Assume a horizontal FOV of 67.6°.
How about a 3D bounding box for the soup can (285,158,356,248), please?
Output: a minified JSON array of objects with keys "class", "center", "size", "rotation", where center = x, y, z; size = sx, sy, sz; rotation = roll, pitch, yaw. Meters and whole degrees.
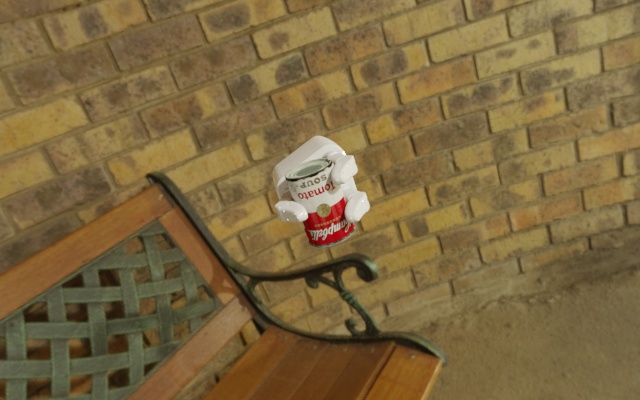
[{"class":"soup can","center":[0.000,0.002,0.639],"size":[0.068,0.102,0.068],"rotation":[-17,20,6]}]
